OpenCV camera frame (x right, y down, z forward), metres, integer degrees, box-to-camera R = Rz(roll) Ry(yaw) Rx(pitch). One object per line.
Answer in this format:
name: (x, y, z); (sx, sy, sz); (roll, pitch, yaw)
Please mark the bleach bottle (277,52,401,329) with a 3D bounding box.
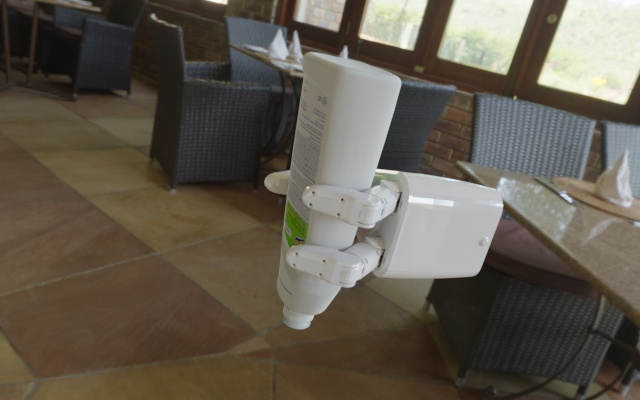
bleach bottle: (0.000, 0.001, 0.438); (0.068, 0.251, 0.102); (5, 22, -22)
